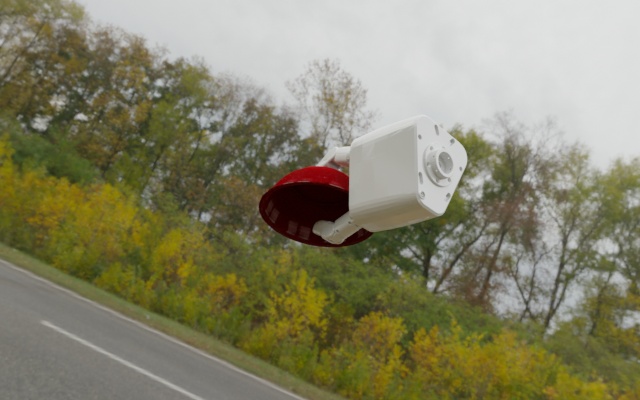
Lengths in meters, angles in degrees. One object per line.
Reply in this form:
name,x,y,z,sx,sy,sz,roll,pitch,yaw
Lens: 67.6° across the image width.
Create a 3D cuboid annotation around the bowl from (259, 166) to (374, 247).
bowl,-0.001,0.002,0.655,0.162,0.055,0.162,7,-34,4
